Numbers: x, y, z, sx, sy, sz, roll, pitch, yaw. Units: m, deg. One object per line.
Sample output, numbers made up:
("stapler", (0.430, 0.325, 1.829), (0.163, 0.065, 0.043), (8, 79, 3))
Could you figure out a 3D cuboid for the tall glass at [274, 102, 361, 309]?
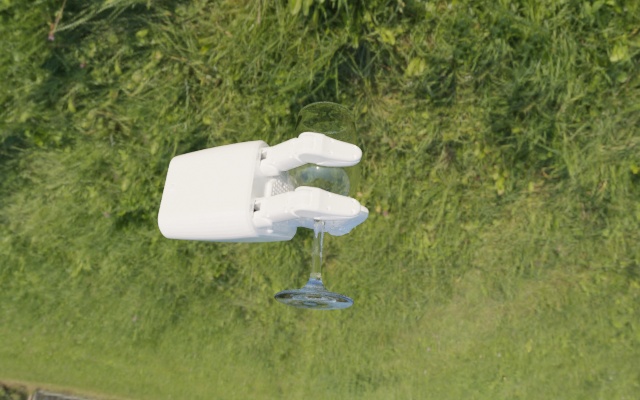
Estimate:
("tall glass", (0.000, 0.002, 0.478), (0.079, 0.201, 0.079), (4, -23, 2))
